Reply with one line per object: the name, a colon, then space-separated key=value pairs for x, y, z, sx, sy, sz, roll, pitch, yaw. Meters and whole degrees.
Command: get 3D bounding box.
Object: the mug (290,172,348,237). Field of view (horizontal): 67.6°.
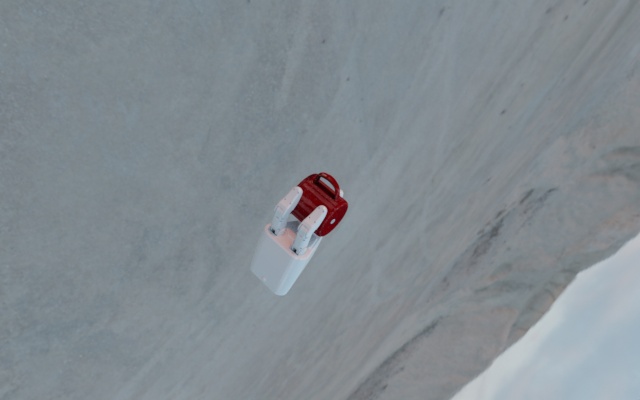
mug: x=0.001 y=0.002 z=0.857 sx=0.081 sy=0.117 sz=0.093 roll=40 pitch=37 yaw=18
